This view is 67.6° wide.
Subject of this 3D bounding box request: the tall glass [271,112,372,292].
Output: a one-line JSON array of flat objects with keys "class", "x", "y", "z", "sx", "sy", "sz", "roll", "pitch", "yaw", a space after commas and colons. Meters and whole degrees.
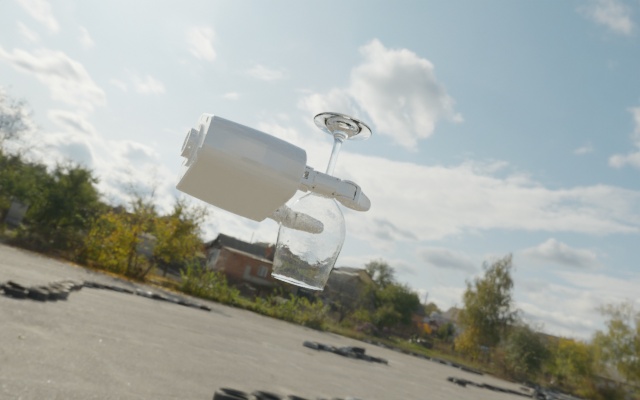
[{"class": "tall glass", "x": 0.000, "y": 0.001, "z": 0.565, "sx": 0.079, "sy": 0.201, "sz": 0.079, "roll": 15, "pitch": -13, "yaw": 3}]
